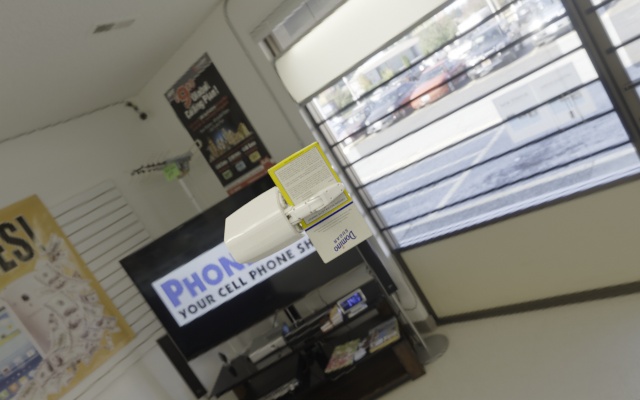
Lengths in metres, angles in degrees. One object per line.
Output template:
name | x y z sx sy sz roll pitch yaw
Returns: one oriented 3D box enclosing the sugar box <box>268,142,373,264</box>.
sugar box | 0.000 0.002 0.773 0.093 0.176 0.048 -31 8 1
